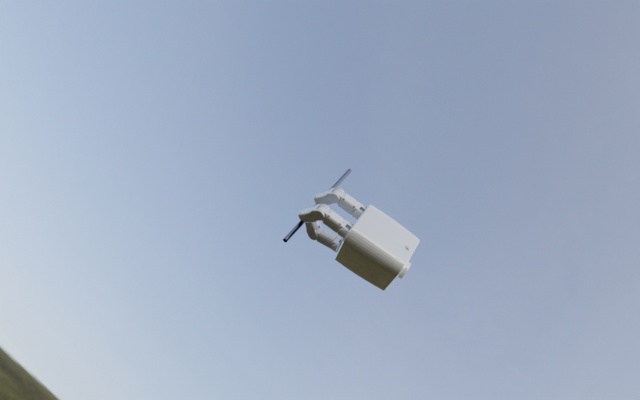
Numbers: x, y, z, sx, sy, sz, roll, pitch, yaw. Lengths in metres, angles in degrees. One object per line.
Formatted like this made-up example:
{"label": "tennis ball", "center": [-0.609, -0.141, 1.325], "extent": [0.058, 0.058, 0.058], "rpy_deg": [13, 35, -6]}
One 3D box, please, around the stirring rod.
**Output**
{"label": "stirring rod", "center": [0.000, 0.003, 0.862], "extent": [0.011, 0.011, 0.239], "rpy_deg": [0, 31, 34]}
